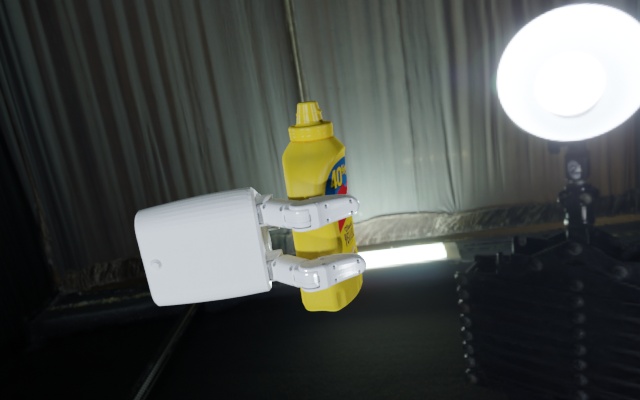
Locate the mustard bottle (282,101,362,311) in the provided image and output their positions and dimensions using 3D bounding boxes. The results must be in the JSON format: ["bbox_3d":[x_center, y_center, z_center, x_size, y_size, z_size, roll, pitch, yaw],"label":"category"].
[{"bbox_3d":[0.000,0.002,0.461,0.058,0.192,0.096,-3,16,19],"label":"mustard bottle"}]
